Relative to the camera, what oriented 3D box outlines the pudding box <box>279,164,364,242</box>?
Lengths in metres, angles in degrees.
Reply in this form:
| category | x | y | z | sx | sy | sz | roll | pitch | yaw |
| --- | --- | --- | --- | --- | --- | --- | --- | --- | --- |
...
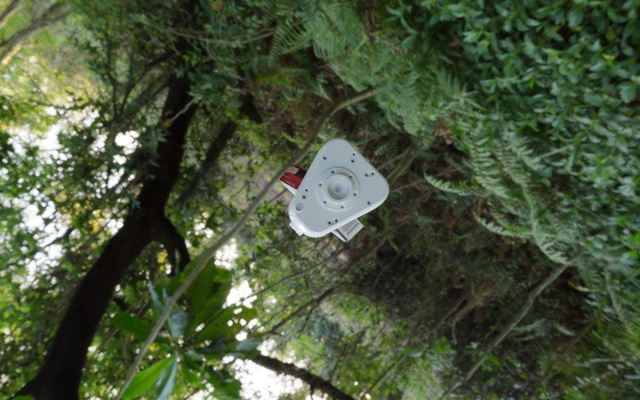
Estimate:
| category | x | y | z | sx | sy | sz | roll | pitch | yaw |
| --- | --- | --- | --- | --- | --- | --- | --- | --- | --- |
| pudding box | 0.000 | 0.002 | 0.698 | 0.113 | 0.039 | 0.090 | 49 | -8 | -28 |
